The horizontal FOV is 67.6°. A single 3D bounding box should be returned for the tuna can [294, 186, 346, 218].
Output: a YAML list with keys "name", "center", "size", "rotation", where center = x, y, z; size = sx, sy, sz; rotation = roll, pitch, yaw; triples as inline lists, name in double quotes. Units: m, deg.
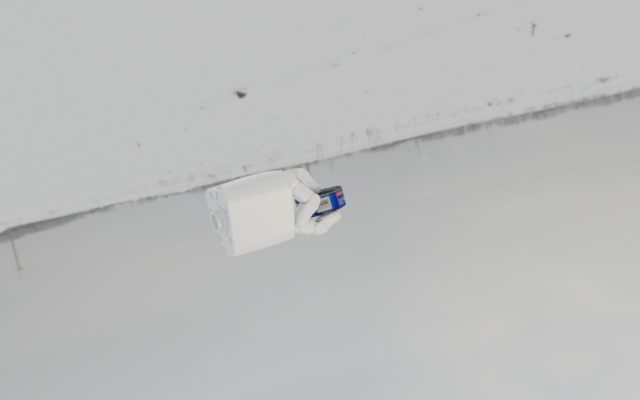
- name: "tuna can"
  center: [0.000, 0.003, 0.826]
  size: [0.086, 0.034, 0.086]
  rotation: [-16, 7, 2]
